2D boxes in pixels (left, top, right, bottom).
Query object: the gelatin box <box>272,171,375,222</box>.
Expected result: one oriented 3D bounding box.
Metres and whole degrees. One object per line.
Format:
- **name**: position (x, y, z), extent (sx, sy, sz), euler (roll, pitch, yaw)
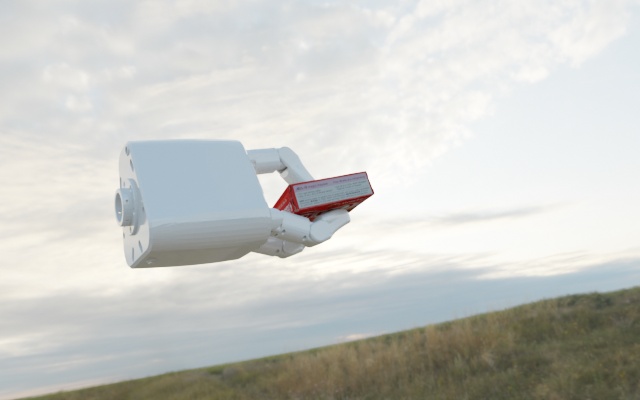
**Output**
- **gelatin box**: position (0.000, 0.001, 0.495), extent (0.089, 0.030, 0.073), euler (-12, -14, -24)
